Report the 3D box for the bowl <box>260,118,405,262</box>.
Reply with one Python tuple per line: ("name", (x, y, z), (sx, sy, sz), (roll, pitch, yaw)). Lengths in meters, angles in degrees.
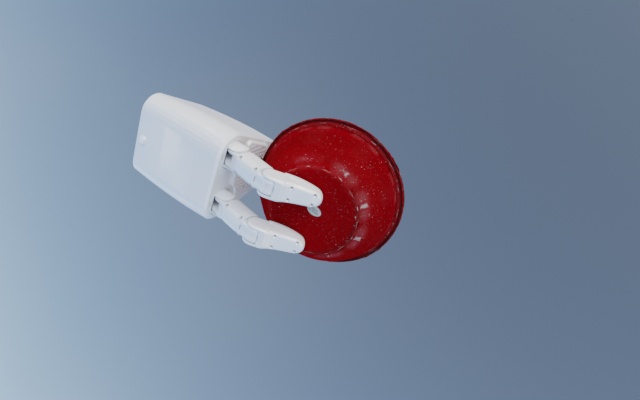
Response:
("bowl", (0.001, 0.002, 0.482), (0.162, 0.162, 0.055), (0, 21, 20))
